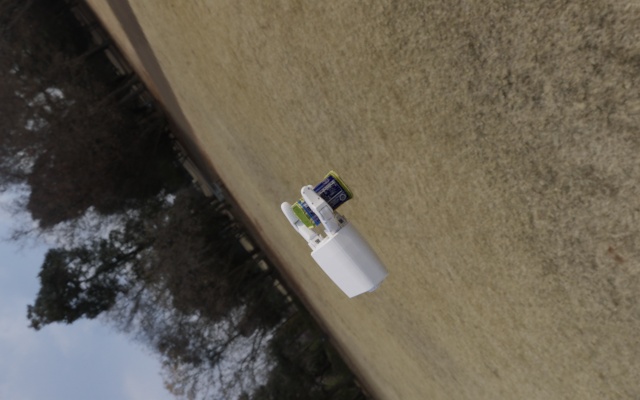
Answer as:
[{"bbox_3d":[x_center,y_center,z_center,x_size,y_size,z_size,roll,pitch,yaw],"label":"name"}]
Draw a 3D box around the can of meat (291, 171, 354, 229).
[{"bbox_3d":[0.000,0.003,0.807,0.084,0.057,0.102,-40,1,-10],"label":"can of meat"}]
